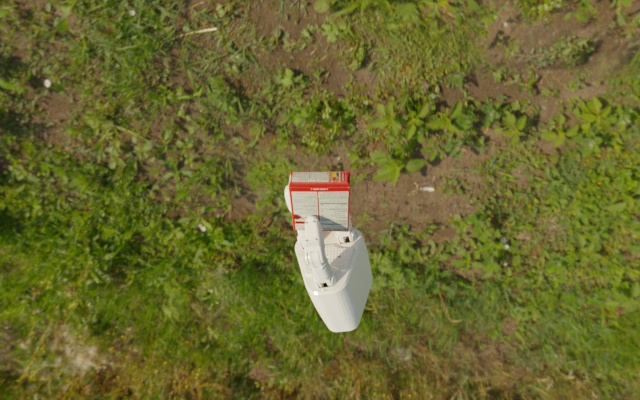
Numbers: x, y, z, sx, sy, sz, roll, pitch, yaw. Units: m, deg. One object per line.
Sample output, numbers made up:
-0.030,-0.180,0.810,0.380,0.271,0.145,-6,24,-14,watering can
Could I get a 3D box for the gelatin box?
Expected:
0.000,0.002,0.600,0.073,0.030,0.089,0,-40,3,gelatin box
